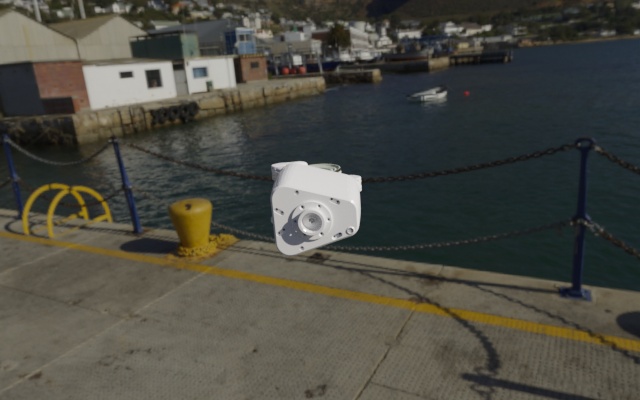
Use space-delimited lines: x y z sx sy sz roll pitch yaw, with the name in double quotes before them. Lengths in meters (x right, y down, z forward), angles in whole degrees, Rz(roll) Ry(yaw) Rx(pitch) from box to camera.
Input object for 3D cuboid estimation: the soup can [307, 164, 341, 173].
"soup can" 0.000 0.002 0.707 0.068 0.102 0.068 -4 16 1
